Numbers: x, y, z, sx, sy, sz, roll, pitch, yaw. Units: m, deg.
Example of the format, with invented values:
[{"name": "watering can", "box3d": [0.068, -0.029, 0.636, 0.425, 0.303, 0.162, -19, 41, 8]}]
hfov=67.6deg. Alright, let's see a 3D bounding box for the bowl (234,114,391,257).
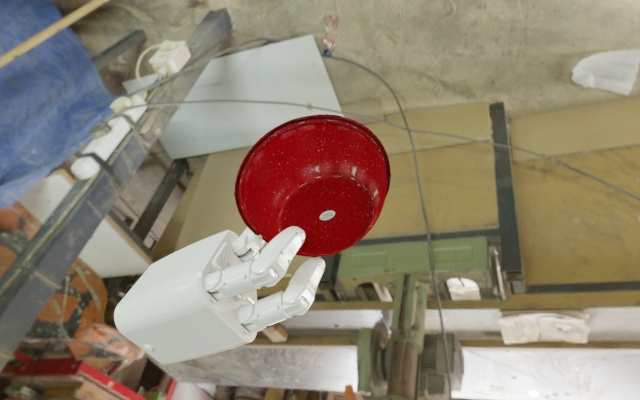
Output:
[{"name": "bowl", "box3d": [0.001, 0.001, 0.463, 0.162, 0.162, 0.055, 0, 33, -16]}]
